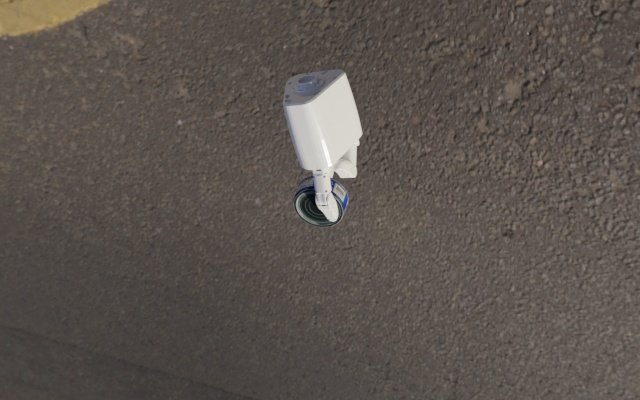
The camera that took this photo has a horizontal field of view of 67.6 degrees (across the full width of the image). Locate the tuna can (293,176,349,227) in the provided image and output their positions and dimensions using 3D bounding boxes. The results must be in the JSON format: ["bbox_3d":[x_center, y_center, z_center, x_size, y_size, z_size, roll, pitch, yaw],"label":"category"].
[{"bbox_3d":[0.000,0.003,0.769,0.086,0.086,0.033,0,41,18],"label":"tuna can"}]
